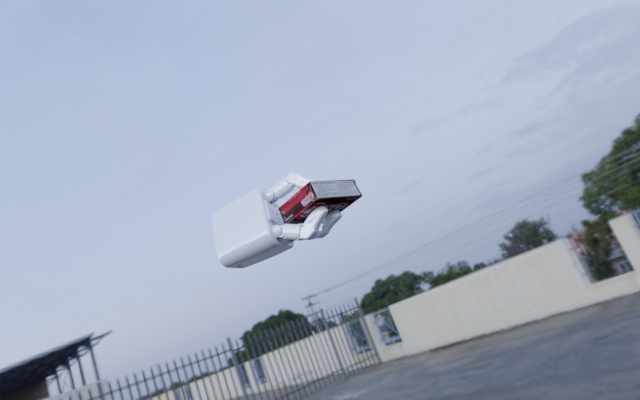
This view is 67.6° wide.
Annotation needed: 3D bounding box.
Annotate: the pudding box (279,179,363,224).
[{"bbox_3d":[0.000,0.002,0.797,0.113,0.039,0.090,-8,-23,-46],"label":"pudding box"}]
